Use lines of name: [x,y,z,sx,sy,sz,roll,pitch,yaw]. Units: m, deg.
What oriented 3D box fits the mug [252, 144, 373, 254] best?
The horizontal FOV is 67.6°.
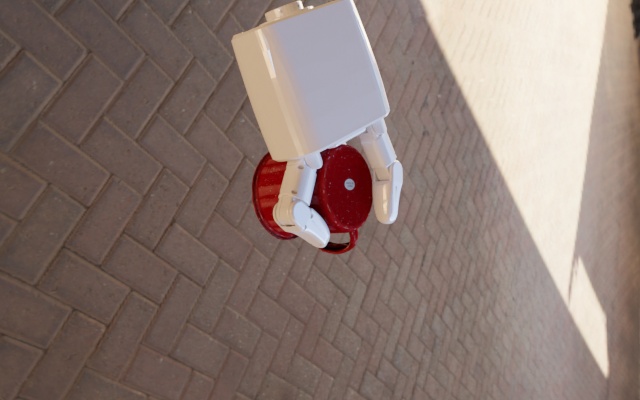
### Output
mug: [0.001,0.003,0.459,0.081,0.117,0.093,-4,25,39]
